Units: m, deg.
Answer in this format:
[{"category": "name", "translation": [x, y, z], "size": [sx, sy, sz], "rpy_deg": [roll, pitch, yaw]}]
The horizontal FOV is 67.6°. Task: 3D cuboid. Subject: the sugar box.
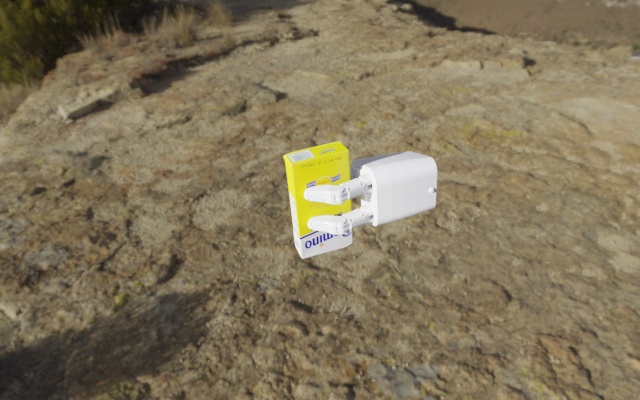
[{"category": "sugar box", "translation": [0.000, 0.003, 0.749], "size": [0.093, 0.176, 0.048], "rpy_deg": [-15, 32, -13]}]
